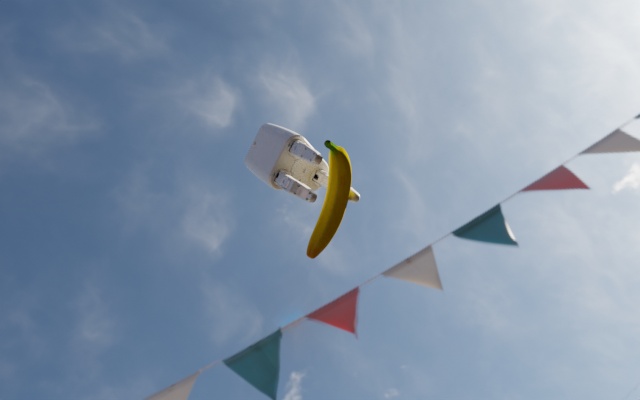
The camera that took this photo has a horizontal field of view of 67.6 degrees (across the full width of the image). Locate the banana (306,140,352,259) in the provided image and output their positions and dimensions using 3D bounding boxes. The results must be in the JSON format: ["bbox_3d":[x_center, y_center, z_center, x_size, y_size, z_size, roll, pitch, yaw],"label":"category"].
[{"bbox_3d":[0.015,-0.003,0.748,0.069,0.198,0.037,-9,27,-37],"label":"banana"}]
